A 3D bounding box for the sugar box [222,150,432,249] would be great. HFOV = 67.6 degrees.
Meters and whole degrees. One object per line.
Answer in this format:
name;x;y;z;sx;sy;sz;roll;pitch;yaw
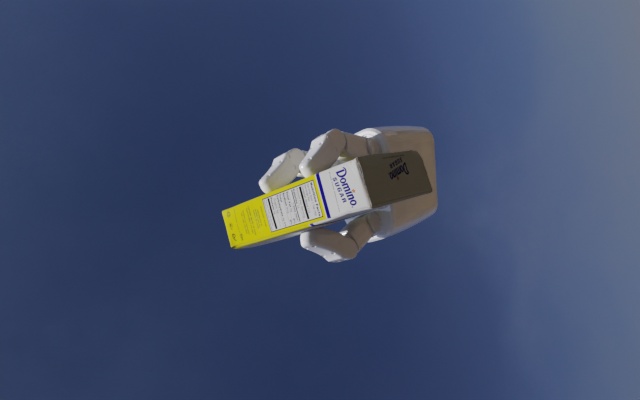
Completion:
sugar box;0.000;0.001;0.432;0.176;0.048;0.093;-22;-7;41
